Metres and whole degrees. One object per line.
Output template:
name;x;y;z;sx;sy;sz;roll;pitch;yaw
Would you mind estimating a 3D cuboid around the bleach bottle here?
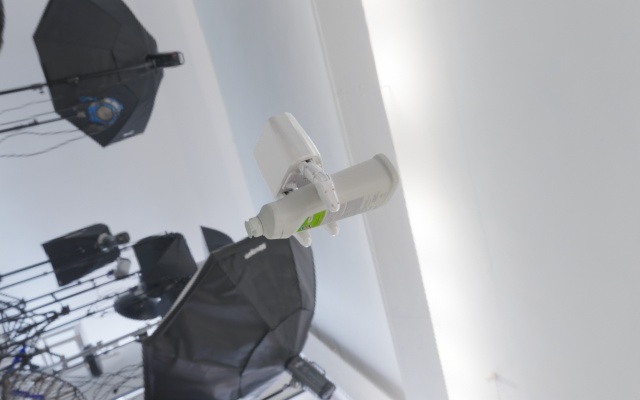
bleach bottle;0.000;0.003;0.770;0.251;0.068;0.103;-19;-28;-23
